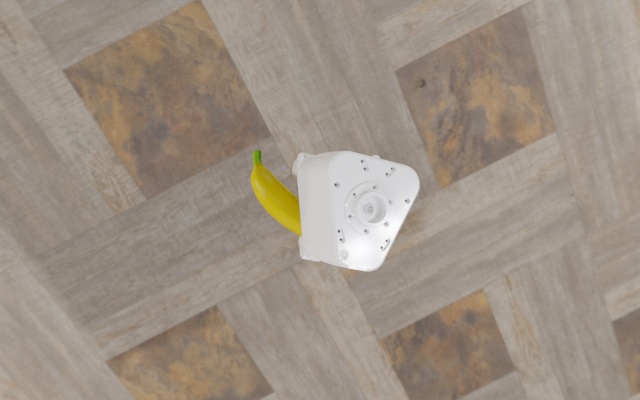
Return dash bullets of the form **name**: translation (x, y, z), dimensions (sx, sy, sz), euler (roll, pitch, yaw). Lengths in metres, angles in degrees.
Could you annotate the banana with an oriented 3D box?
- **banana**: translation (-0.011, 0.014, 0.584), dimensions (0.198, 0.069, 0.037), euler (35, -27, -9)
